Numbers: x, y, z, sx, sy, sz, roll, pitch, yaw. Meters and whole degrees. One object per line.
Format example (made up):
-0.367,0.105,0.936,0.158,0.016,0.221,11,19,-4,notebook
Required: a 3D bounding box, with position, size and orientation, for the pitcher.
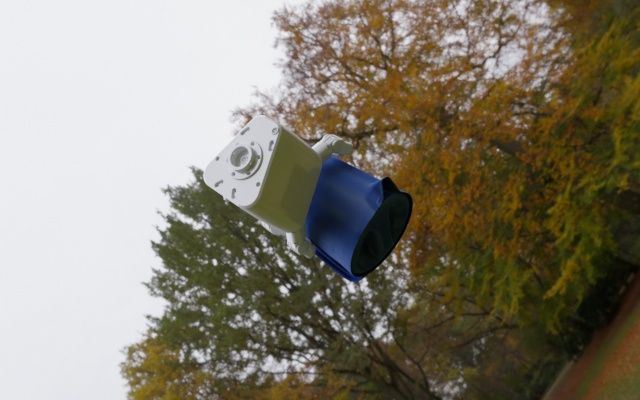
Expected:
0.000,0.002,0.704,0.242,0.149,0.145,33,-1,30,pitcher
